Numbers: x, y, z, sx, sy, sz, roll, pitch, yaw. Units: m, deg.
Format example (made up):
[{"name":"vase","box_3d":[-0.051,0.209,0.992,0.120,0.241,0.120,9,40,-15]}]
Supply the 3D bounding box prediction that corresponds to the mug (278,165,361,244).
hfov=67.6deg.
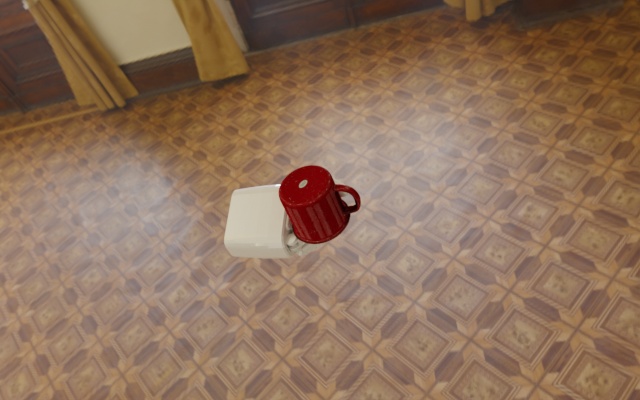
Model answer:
[{"name":"mug","box_3d":[0.001,0.002,0.694,0.117,0.093,0.082,-4,-42,19]}]
